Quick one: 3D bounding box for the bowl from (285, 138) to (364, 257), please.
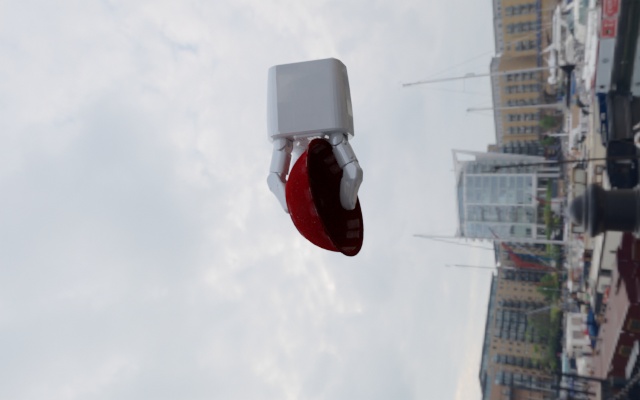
[{"bbox_3d":[0.000,0.003,0.630,0.055,0.162,0.162,-18,-7,23],"label":"bowl"}]
